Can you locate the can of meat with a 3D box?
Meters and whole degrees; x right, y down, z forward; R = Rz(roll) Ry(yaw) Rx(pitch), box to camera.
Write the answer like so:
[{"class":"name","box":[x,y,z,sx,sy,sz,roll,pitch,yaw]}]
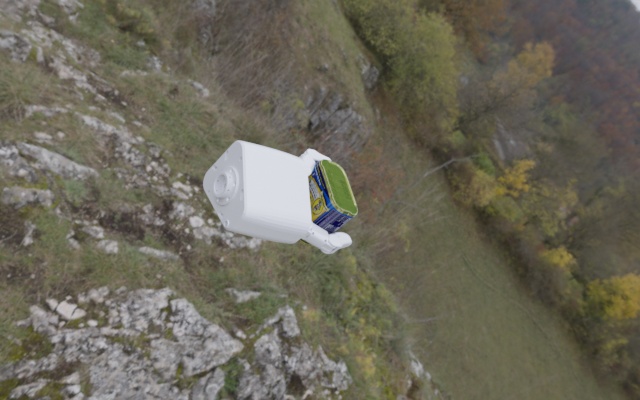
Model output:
[{"class":"can of meat","box":[0.000,0.002,0.690,0.057,0.102,0.084,19,-48,-41]}]
